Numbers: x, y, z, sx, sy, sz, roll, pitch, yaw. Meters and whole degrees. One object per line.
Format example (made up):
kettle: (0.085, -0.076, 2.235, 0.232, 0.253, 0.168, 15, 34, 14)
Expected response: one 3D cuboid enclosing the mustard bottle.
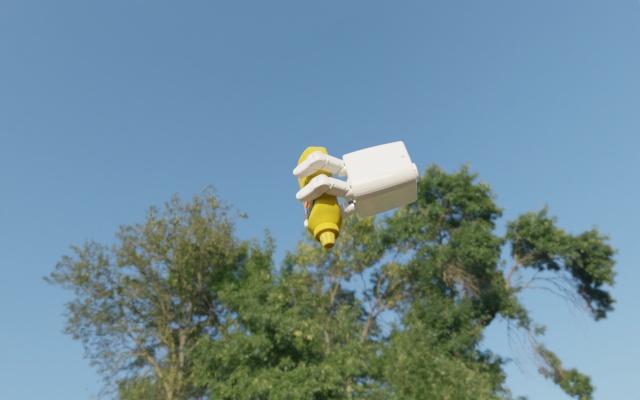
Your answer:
mustard bottle: (0.000, 0.003, 0.822, 0.058, 0.191, 0.096, 1, -44, -15)
